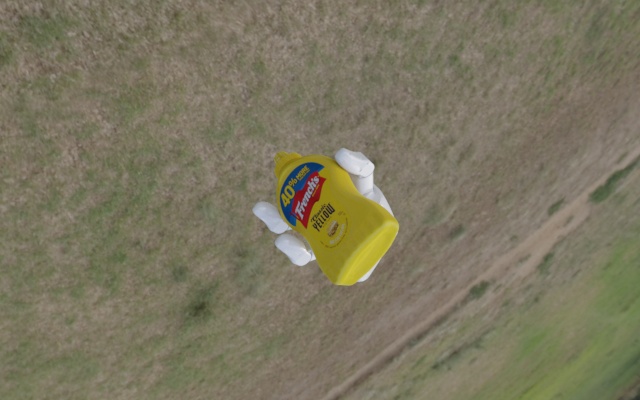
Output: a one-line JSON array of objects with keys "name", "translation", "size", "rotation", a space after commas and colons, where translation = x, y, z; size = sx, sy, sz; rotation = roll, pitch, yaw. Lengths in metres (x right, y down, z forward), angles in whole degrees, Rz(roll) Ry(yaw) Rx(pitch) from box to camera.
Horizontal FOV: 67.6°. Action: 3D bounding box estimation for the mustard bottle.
[{"name": "mustard bottle", "translation": [0.000, 0.002, 0.564], "size": [0.058, 0.096, 0.191], "rotation": [13, 28, -50]}]
